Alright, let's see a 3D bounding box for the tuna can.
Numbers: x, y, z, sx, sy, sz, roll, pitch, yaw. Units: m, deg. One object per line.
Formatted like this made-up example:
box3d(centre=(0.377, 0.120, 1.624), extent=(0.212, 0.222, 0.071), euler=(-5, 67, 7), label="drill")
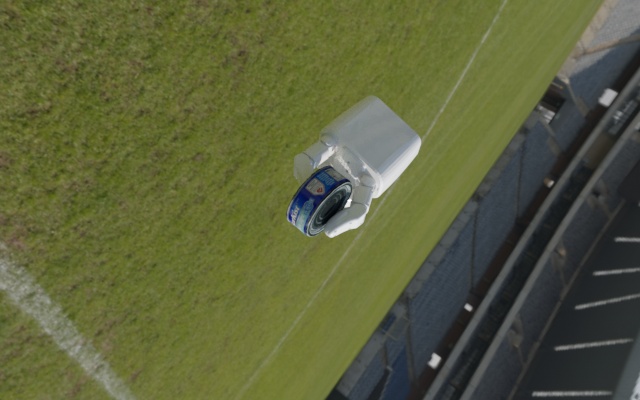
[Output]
box3d(centre=(0.000, 0.002, 0.578), extent=(0.033, 0.086, 0.086), euler=(39, 15, 19), label="tuna can")
